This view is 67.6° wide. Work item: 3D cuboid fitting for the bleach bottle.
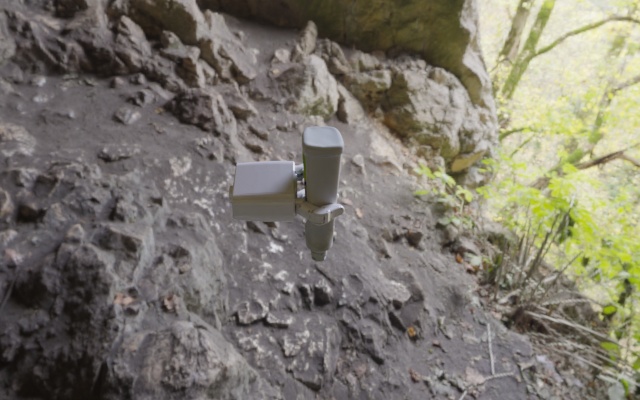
[{"bbox_3d":[0.000,0.003,0.845,0.068,0.251,0.102,-1,29,-4],"label":"bleach bottle"}]
